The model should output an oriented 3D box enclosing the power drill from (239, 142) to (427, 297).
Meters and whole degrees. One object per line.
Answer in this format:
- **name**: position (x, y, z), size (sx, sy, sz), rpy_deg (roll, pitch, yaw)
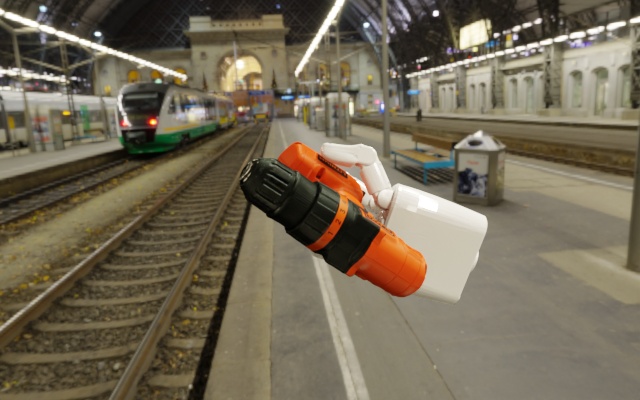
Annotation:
- **power drill**: position (0.000, 0.001, 0.457), size (0.184, 0.057, 0.187), rpy_deg (36, 11, -21)
